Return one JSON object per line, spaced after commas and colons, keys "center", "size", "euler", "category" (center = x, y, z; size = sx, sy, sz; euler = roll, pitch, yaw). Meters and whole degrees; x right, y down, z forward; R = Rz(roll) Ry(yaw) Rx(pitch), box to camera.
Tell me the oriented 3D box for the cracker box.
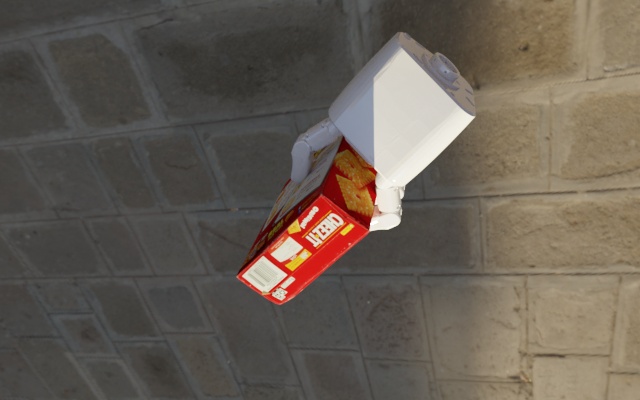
{"center": [0.000, 0.002, 0.583], "size": [0.164, 0.072, 0.213], "euler": [-45, 13, 33], "category": "cracker box"}
